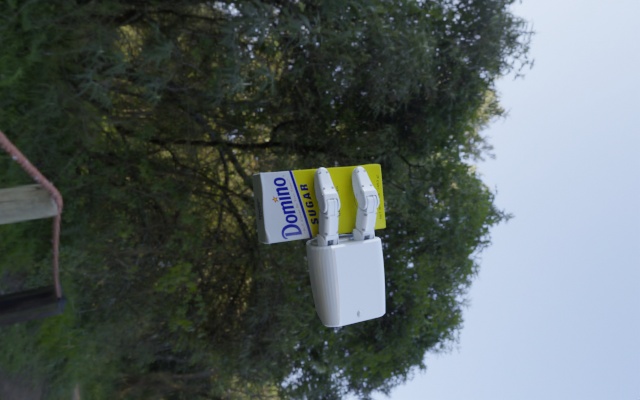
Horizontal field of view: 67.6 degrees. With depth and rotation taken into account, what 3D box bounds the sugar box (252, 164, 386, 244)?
[{"bbox_3d":[0.000,0.002,0.651,0.176,0.093,0.048,-7,2,-25],"label":"sugar box"}]
